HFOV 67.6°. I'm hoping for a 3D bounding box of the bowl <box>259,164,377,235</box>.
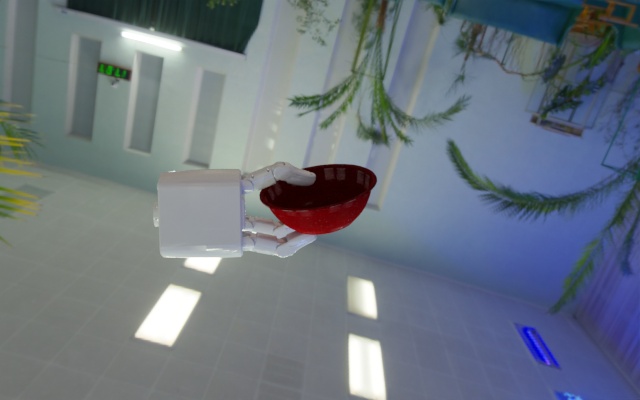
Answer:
[{"bbox_3d":[0.001,0.002,0.659,0.162,0.055,0.162,-8,23,4],"label":"bowl"}]
